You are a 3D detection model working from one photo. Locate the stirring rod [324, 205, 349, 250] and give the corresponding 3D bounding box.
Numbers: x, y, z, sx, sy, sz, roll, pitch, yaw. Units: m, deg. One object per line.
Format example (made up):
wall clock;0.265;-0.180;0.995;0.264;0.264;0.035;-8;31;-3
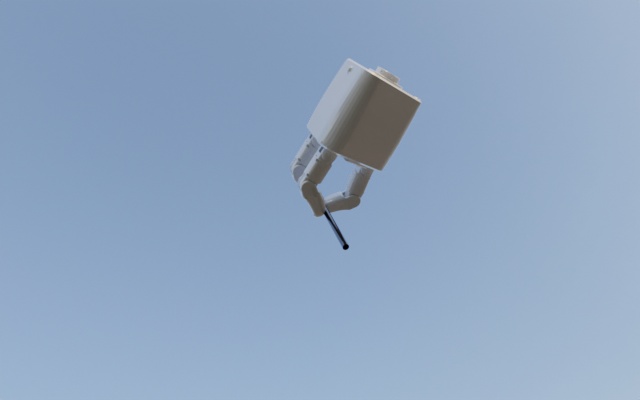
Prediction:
stirring rod;0.000;0.002;0.655;0.011;0.011;0.239;0;25;-16
